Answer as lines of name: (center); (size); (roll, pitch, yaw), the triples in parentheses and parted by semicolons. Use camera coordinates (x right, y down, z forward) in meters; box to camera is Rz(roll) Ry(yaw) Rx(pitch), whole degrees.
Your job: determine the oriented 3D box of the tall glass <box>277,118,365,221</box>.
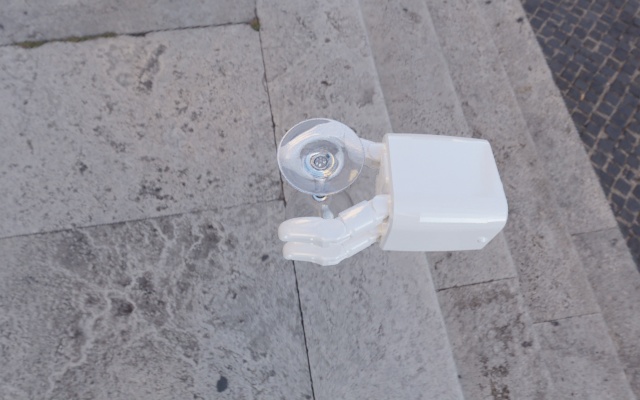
tall glass: (0.000, 0.001, 0.491); (0.079, 0.079, 0.201); (0, -24, -1)
